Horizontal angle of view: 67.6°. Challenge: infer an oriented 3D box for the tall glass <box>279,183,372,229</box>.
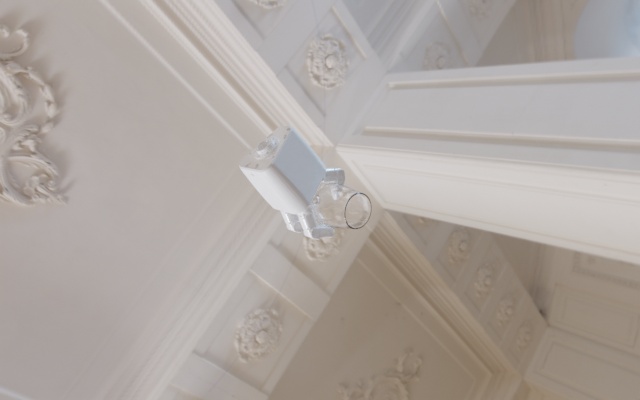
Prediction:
[{"bbox_3d":[0.000,0.003,0.863,0.079,0.079,0.201,0,9,-40],"label":"tall glass"}]
